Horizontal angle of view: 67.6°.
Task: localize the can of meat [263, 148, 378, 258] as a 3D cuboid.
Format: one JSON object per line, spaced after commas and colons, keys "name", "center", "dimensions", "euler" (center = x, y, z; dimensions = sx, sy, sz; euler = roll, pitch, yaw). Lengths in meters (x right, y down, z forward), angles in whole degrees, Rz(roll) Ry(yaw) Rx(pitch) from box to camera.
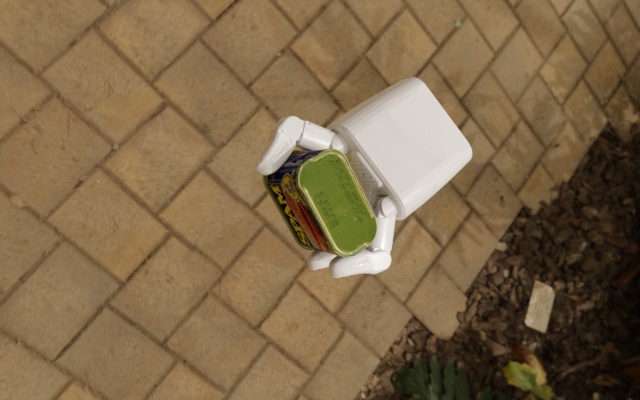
{"name": "can of meat", "center": [0.000, 0.001, 0.450], "dimensions": [0.057, 0.102, 0.084], "euler": [-34, 15, -20]}
